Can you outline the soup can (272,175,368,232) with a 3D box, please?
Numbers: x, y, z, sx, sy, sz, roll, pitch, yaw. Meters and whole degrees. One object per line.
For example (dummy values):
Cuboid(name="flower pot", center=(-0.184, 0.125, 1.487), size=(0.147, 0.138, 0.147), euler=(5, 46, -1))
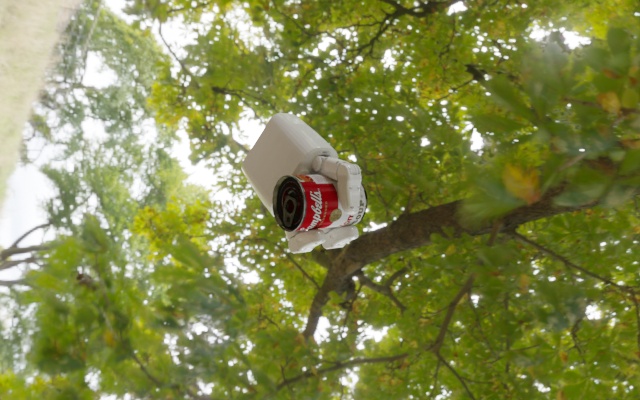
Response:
Cuboid(name="soup can", center=(0.001, 0.002, 0.599), size=(0.102, 0.068, 0.068), euler=(-3, 1, -39))
